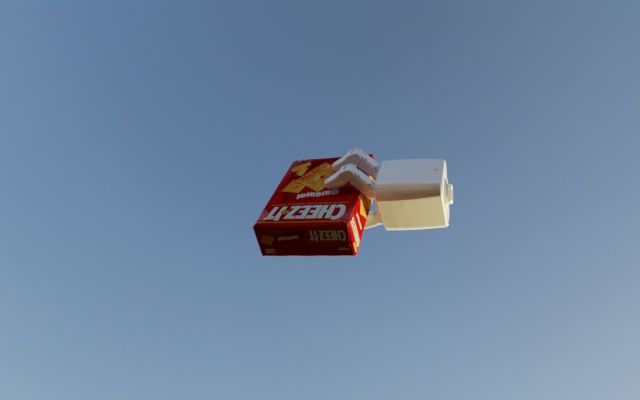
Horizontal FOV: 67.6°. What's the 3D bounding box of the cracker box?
[{"bbox_3d":[0.000,0.003,0.827,0.164,0.072,0.213,-3,33,21],"label":"cracker box"}]
